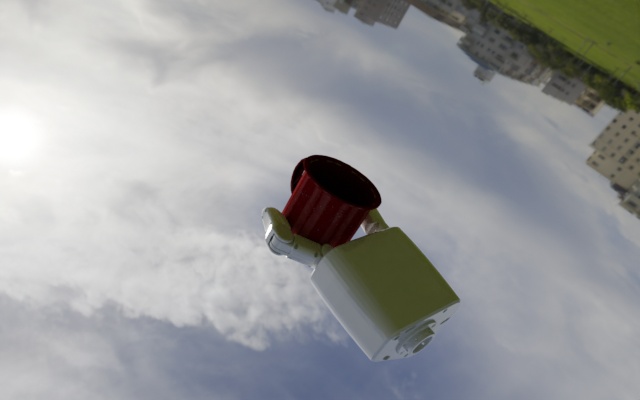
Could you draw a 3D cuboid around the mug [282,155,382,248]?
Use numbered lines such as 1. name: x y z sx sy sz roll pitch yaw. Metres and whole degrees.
1. mug: -0.001 0.001 0.529 0.093 0.081 0.117 1 39 -44
